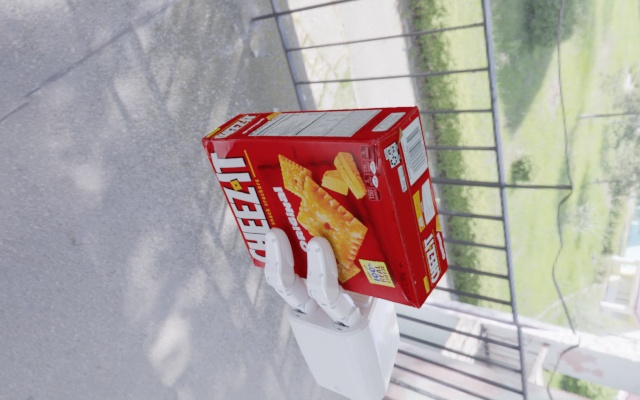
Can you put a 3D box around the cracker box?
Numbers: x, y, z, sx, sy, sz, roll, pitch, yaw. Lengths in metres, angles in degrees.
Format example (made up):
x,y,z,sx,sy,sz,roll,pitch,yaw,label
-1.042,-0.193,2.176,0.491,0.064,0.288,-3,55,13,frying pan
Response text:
x,y,z,sx,sy,sz,roll,pitch,yaw,label
0.000,0.001,0.458,0.213,0.164,0.072,6,35,39,cracker box
